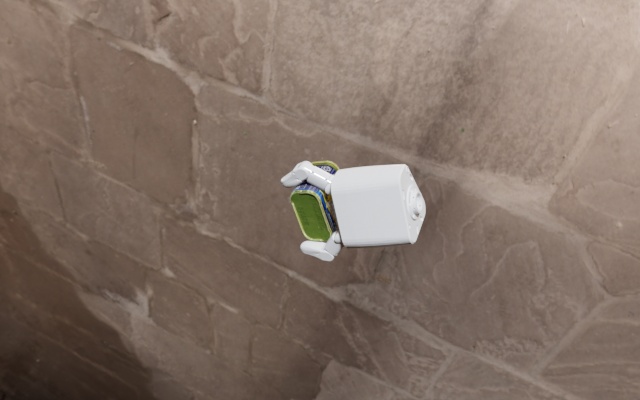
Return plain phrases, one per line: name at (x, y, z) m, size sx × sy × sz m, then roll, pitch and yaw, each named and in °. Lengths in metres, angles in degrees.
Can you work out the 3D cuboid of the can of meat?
can of meat at (0.000, 0.003, 0.757) m, size 0.057 × 0.102 × 0.084 m, roll -1°, pitch 35°, yaw 28°
